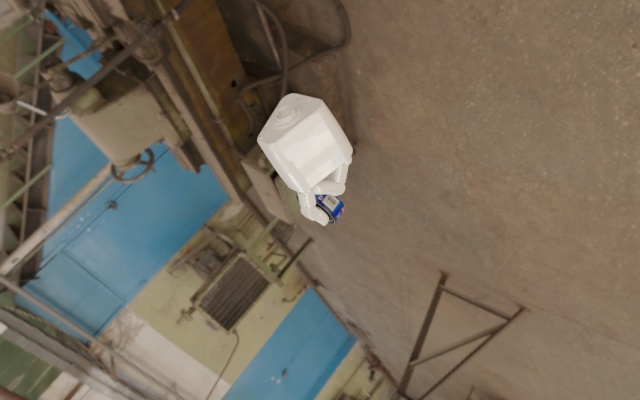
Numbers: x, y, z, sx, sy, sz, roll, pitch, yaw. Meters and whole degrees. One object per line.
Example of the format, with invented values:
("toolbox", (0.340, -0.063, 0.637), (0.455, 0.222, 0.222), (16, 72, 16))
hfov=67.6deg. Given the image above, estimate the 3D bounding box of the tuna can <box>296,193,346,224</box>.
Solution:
("tuna can", (0.000, 0.003, 0.835), (0.086, 0.033, 0.086), (33, -16, 11))
